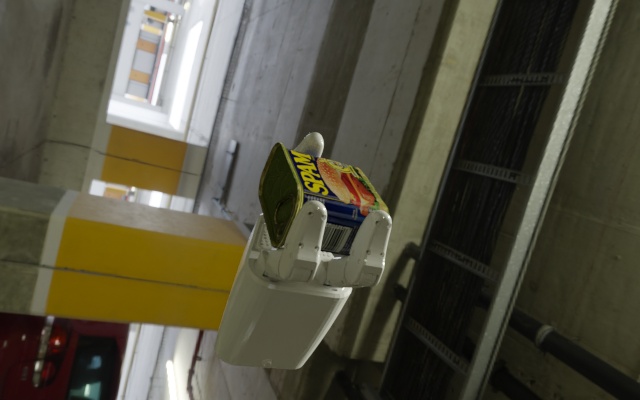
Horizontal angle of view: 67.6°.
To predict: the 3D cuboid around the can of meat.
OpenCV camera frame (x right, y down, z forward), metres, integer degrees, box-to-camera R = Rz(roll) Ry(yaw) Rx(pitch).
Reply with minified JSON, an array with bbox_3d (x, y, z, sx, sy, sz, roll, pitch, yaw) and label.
[{"bbox_3d":[0.000,0.001,0.408,0.084,0.057,0.102,13,27,-24],"label":"can of meat"}]
